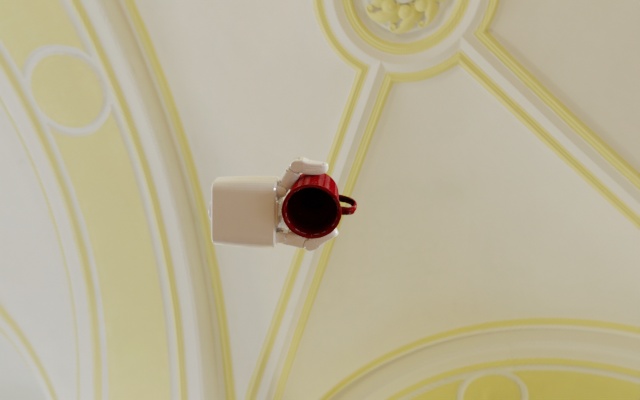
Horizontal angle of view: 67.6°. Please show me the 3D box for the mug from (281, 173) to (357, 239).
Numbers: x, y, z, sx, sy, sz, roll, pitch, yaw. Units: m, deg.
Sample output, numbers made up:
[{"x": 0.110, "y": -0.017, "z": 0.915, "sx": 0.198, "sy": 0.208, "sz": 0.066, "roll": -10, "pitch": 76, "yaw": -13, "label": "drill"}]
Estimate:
[{"x": 0.002, "y": 0.002, "z": 0.768, "sx": 0.117, "sy": 0.093, "sz": 0.081, "roll": 3, "pitch": 24, "yaw": 2, "label": "mug"}]
